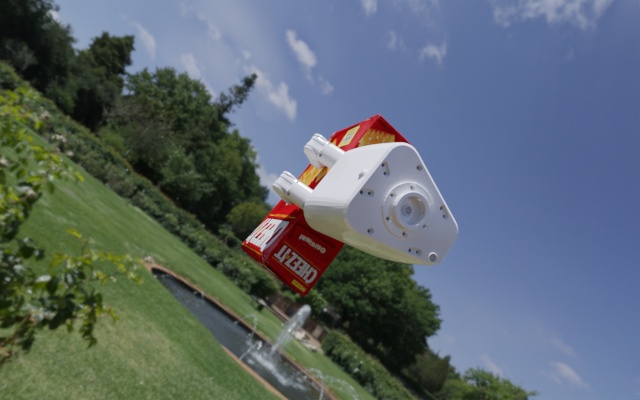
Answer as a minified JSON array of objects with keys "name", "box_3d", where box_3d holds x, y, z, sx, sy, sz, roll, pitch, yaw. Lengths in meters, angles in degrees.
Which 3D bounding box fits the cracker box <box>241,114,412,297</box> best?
[{"name":"cracker box","box_3d":[0.000,0.002,0.600,0.072,0.213,0.164,42,-12,-13]}]
